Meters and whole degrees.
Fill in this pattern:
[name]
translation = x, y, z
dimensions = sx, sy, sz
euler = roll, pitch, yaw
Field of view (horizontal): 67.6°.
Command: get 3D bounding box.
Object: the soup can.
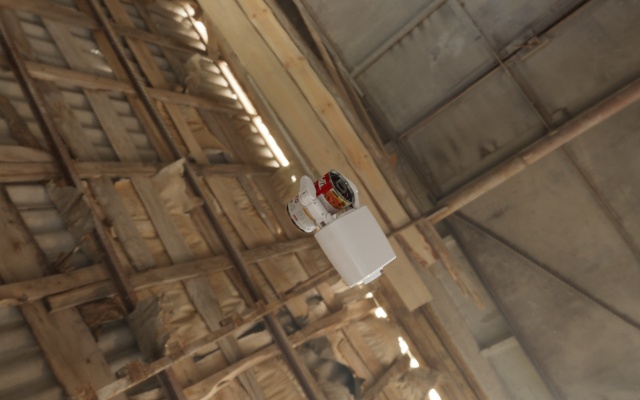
[soup can]
translation = 0.000, 0.002, 0.830
dimensions = 0.102, 0.068, 0.068
euler = -36, -16, 23
